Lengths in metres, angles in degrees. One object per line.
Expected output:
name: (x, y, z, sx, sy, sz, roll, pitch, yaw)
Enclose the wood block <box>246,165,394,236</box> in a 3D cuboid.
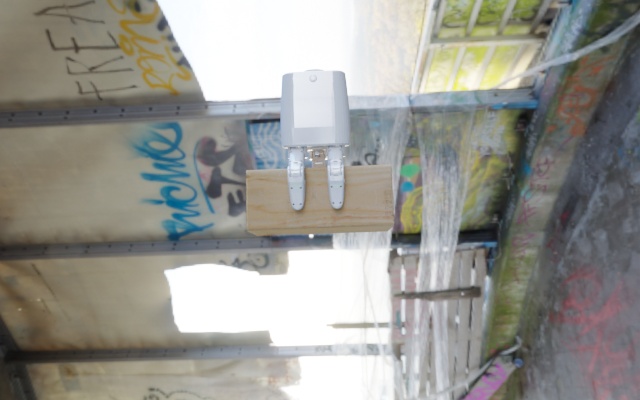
wood block: (0.000, 0.002, 0.710, 0.206, 0.090, 0.091, -2, -8, 2)
